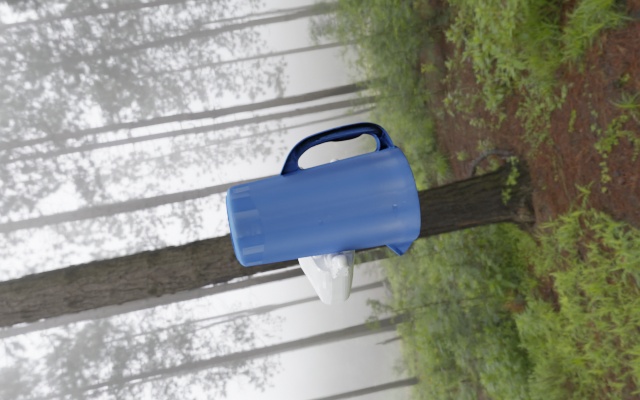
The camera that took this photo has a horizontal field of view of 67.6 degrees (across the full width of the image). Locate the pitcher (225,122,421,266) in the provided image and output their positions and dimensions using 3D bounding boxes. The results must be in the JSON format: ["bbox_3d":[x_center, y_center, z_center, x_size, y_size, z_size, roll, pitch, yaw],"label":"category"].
[{"bbox_3d":[0.000,0.002,0.641,0.243,0.149,0.145,-11,-37,-6],"label":"pitcher"}]
